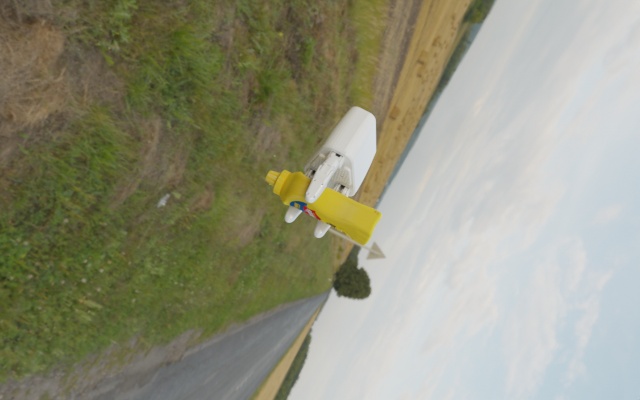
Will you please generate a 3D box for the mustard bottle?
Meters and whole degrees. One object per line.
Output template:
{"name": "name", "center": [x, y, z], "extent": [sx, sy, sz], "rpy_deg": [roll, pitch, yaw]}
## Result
{"name": "mustard bottle", "center": [0.000, 0.003, 0.757], "extent": [0.191, 0.058, 0.096], "rpy_deg": [28, -7, 6]}
